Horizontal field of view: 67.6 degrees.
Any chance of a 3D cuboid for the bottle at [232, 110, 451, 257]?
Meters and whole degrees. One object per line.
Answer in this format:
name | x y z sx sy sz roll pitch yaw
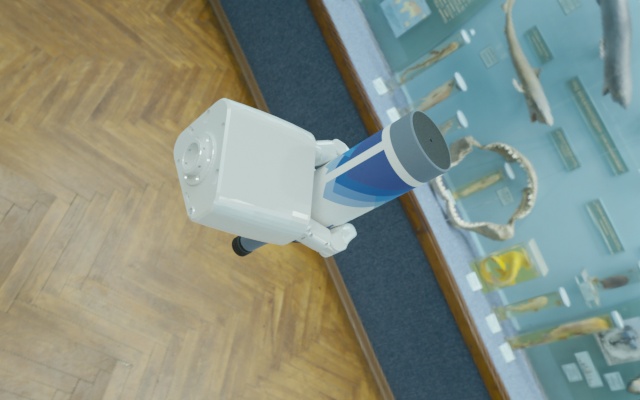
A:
bottle | 0.000 0.002 0.534 0.296 0.069 0.069 -29 -18 35
